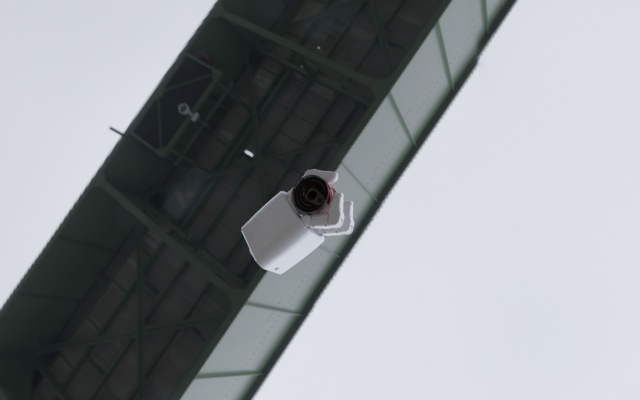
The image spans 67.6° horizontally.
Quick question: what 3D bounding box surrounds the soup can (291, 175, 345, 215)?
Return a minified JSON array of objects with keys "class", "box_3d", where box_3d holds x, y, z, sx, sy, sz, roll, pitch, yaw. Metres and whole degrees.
[{"class":"soup can","box_3d":[0.001,0.002,0.851,0.068,0.068,0.102,0,-16,22]}]
